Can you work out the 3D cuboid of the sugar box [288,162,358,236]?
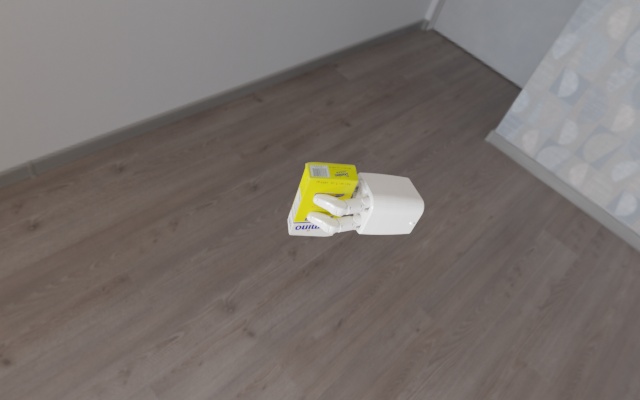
[{"bbox_3d":[0.000,0.003,0.899,0.093,0.048,0.176,3,-41,-15],"label":"sugar box"}]
